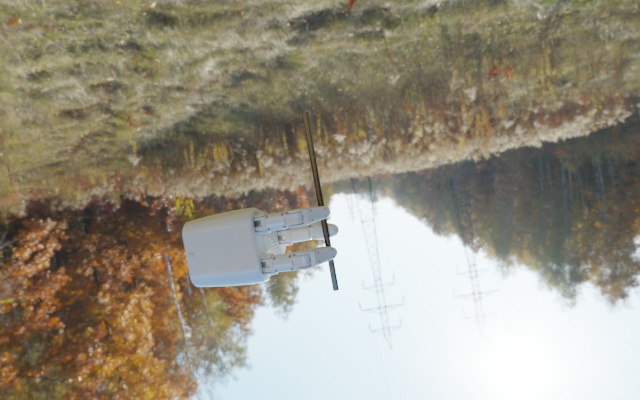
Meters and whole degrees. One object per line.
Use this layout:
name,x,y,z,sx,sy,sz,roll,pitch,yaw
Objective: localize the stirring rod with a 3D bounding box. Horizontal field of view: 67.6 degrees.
stirring rod,0.000,0.002,0.638,0.011,0.239,0.011,-10,2,0
